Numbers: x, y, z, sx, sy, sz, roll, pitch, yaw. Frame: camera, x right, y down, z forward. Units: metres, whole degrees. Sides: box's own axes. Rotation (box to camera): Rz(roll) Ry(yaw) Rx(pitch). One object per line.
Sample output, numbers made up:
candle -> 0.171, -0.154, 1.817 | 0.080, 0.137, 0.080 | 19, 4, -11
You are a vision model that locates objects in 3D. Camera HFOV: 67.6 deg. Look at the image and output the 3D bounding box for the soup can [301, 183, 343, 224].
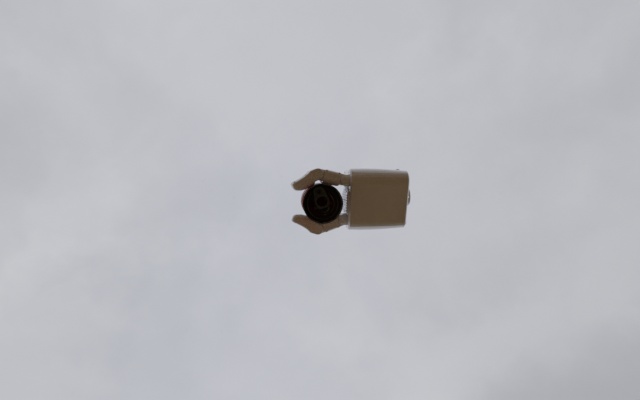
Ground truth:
soup can -> 0.000, 0.003, 0.843 | 0.068, 0.068, 0.102 | 0, 3, -5
